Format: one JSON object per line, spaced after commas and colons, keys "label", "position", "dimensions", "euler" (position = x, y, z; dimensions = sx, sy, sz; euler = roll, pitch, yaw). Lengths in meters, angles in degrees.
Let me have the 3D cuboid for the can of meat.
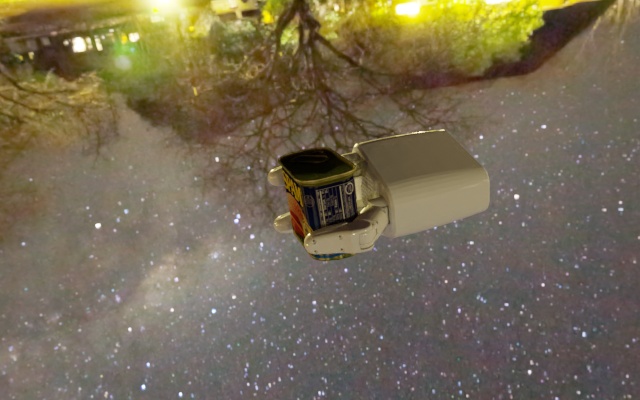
{"label": "can of meat", "position": [0.000, 0.002, 0.468], "dimensions": [0.057, 0.084, 0.102], "euler": [-14, 22, -14]}
